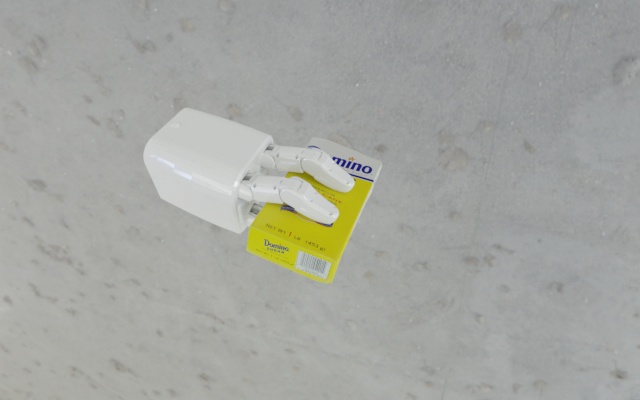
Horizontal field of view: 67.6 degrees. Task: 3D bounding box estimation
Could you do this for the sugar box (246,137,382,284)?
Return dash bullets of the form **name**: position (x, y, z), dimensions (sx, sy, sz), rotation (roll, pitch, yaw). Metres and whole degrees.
- **sugar box**: position (0.000, 0.001, 0.523), dimensions (0.093, 0.048, 0.176), rotation (22, 45, 6)
